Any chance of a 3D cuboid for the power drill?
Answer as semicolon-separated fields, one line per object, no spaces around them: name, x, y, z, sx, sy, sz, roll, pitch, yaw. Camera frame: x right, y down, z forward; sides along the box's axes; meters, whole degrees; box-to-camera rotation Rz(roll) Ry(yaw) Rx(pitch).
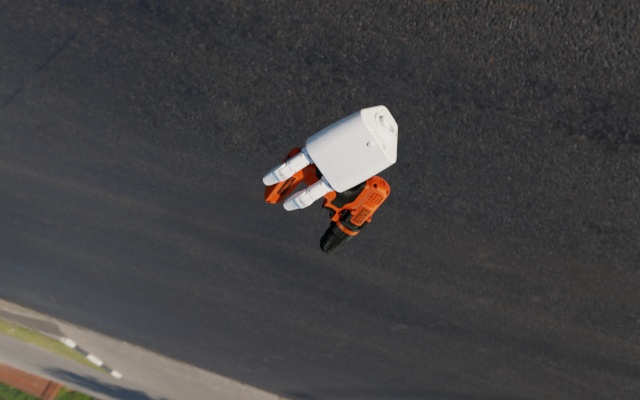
power drill;0.000;0.002;0.836;0.188;0.184;0.057;25;30;-22
